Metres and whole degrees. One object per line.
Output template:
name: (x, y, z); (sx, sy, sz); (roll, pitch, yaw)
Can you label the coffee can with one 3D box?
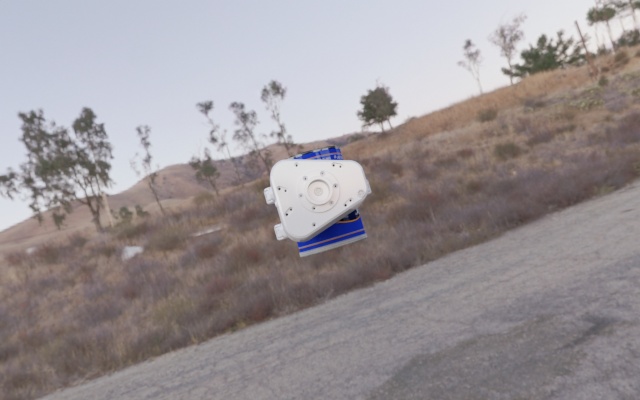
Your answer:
coffee can: (0.000, 0.002, 0.706); (0.103, 0.140, 0.103); (-16, -4, -1)
